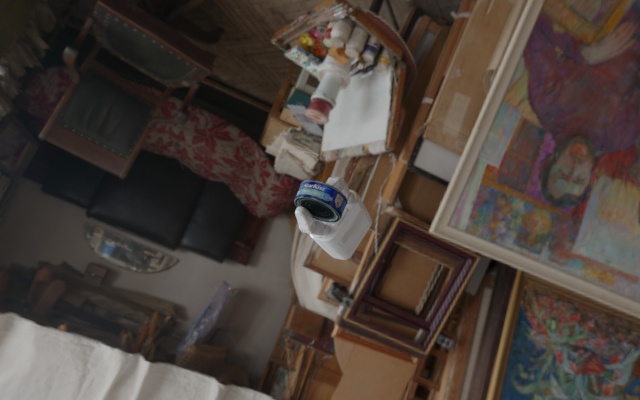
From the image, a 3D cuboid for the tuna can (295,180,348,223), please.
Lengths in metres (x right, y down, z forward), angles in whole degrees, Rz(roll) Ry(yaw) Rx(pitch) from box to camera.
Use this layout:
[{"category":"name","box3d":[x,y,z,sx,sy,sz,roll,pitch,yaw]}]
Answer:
[{"category":"tuna can","box3d":[0.000,0.003,0.805,0.086,0.033,0.086,20,-23,9]}]
